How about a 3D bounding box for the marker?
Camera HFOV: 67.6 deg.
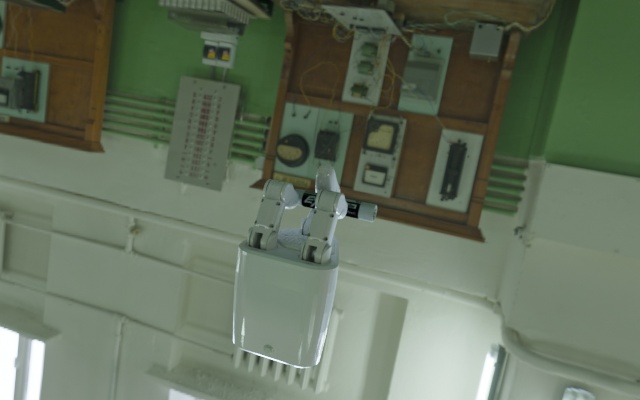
[{"bbox_3d":[0.000,0.002,0.512,0.121,0.020,0.020,12,4,18],"label":"marker"}]
